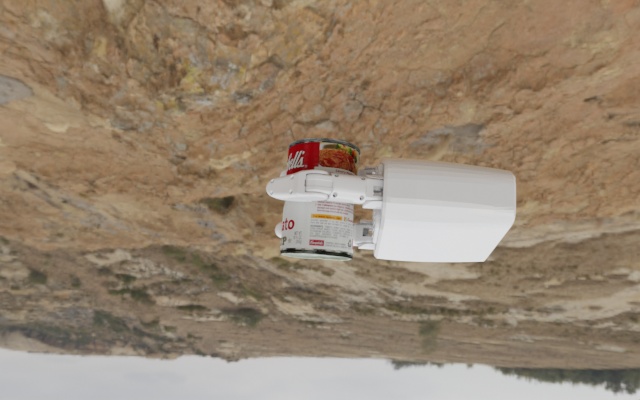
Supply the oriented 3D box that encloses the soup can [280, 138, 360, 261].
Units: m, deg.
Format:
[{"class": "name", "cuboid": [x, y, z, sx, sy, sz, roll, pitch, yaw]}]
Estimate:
[{"class": "soup can", "cuboid": [0.000, 0.002, 0.440, 0.068, 0.102, 0.068, 4, -11, 1]}]
